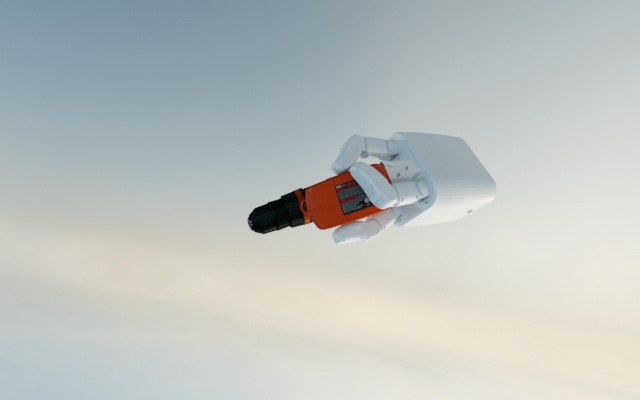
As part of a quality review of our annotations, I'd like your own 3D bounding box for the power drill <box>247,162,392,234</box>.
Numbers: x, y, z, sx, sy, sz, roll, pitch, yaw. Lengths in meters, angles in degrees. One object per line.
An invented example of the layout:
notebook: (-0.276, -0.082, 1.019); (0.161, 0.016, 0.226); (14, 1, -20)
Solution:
power drill: (0.000, 0.002, 0.618); (0.184, 0.057, 0.187); (-20, 4, -13)
